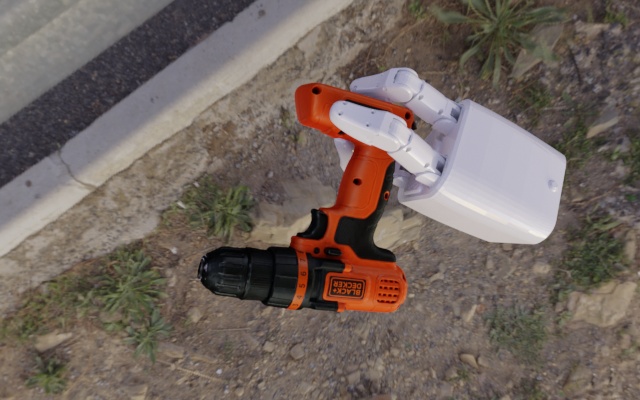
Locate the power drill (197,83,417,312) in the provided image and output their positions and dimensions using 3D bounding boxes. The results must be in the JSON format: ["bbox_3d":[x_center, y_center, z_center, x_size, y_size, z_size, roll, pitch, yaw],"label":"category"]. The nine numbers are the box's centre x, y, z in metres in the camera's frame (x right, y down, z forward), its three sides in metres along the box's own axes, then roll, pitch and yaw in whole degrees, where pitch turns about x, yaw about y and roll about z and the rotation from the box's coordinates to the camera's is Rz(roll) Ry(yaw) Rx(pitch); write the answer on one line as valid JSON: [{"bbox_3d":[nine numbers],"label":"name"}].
[{"bbox_3d":[0.000,0.001,0.409,0.184,0.187,0.057,10,1,-23],"label":"power drill"}]
